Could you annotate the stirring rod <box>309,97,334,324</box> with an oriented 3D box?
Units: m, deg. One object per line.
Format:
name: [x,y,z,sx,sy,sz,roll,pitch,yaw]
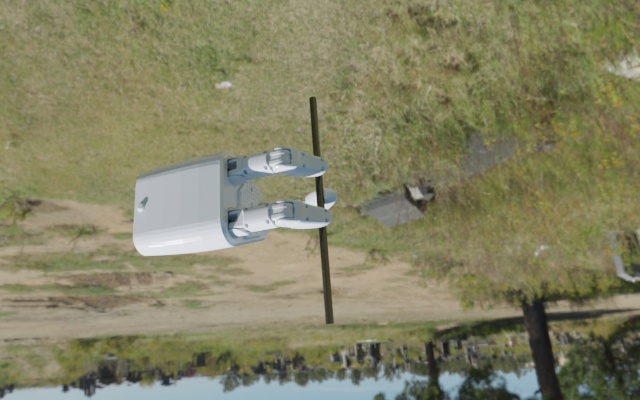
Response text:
stirring rod: [0.000,0.002,0.485,0.011,0.239,0.011,-4,-19,-1]
